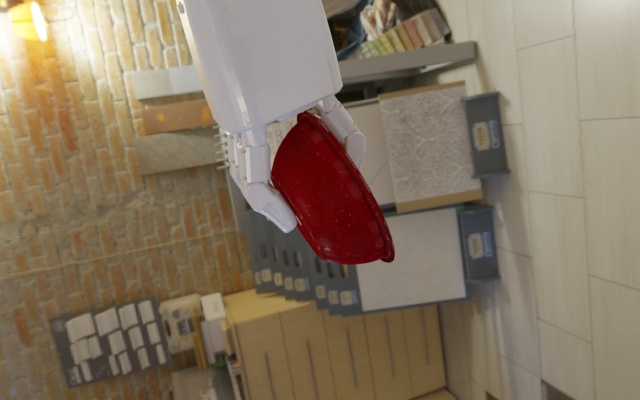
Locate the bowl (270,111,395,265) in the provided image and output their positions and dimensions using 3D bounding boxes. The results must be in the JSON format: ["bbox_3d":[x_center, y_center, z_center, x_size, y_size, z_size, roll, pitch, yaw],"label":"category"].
[{"bbox_3d":[0.000,0.003,0.439,0.055,0.162,0.162,-32,5,-8],"label":"bowl"}]
